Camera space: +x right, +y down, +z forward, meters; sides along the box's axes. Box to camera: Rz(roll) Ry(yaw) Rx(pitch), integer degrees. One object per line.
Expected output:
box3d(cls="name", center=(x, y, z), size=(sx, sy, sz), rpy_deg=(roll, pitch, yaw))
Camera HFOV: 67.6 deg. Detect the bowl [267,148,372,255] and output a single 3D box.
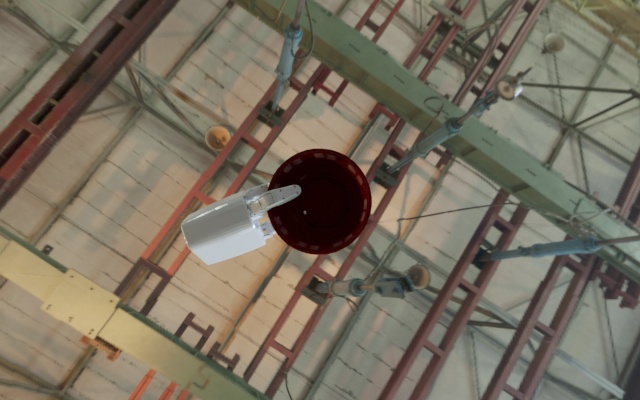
box3d(cls="bowl", center=(0.001, 0.002, 0.745), size=(0.162, 0.162, 0.055), rpy_deg=(0, -2, 8))
